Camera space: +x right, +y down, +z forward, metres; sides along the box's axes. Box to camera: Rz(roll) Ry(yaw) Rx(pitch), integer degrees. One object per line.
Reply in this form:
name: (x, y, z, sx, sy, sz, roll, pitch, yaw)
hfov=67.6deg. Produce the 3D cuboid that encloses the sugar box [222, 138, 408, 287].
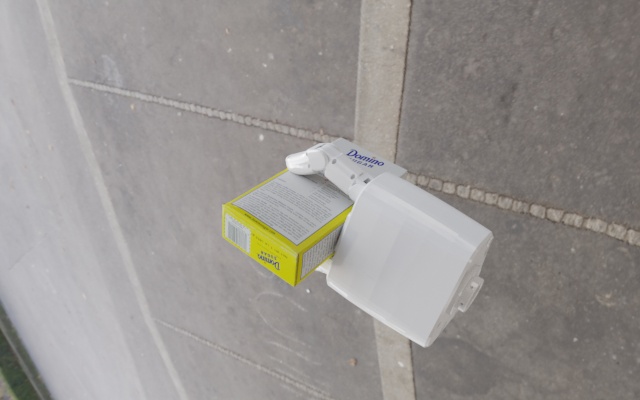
sugar box: (0.000, 0.002, 0.467, 0.093, 0.048, 0.176, 31, 41, 27)
